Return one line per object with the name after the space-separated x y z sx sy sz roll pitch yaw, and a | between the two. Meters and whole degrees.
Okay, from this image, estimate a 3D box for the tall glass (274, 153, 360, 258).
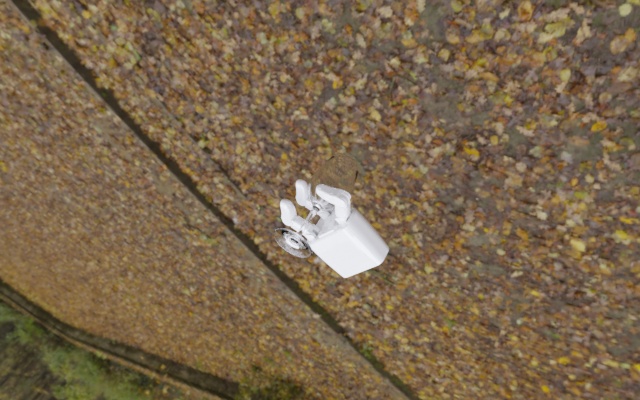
0.000 0.003 0.855 0.079 0.201 0.079 23 -33 16 | tall glass
